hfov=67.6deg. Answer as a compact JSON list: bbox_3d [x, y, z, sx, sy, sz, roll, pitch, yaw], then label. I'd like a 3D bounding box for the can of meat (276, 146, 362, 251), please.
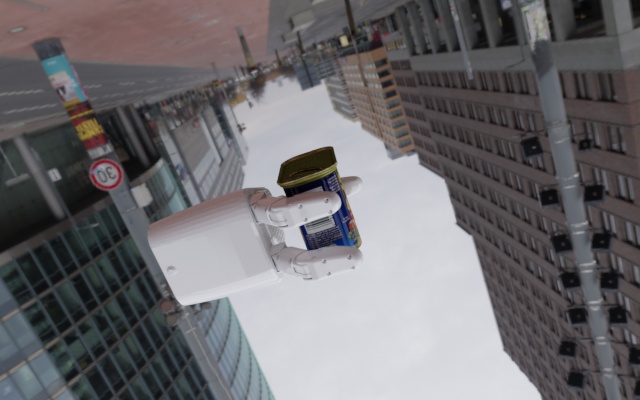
[{"bbox_3d":[0.000,0.002,0.466,0.057,0.084,0.102,-19,17,4],"label":"can of meat"}]
